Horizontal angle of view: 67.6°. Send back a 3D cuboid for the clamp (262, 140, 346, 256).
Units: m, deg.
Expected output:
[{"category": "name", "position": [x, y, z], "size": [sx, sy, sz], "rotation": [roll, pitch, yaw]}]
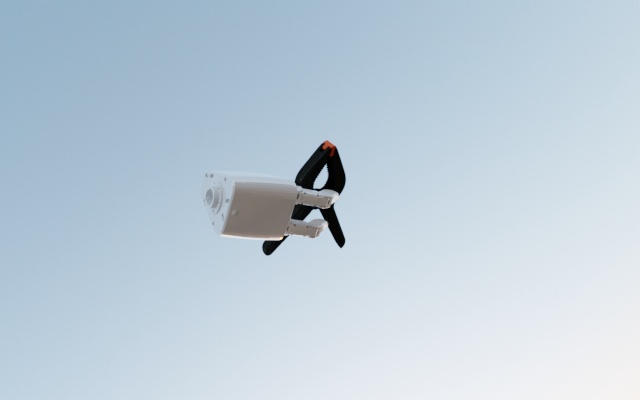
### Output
[{"category": "clamp", "position": [0.000, 0.002, 0.812], "size": [0.164, 0.210, 0.036], "rotation": [5, 24, -36]}]
